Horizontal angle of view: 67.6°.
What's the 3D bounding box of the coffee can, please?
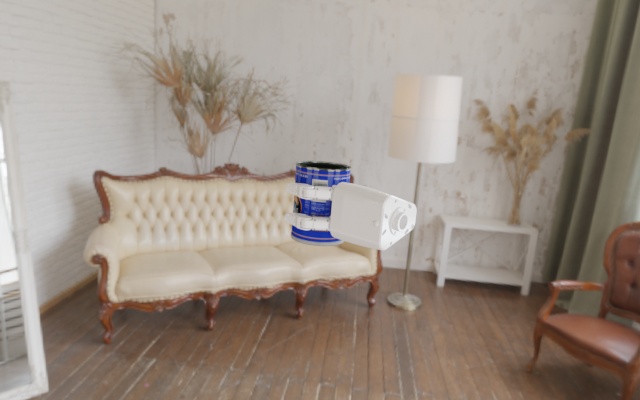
[{"bbox_3d":[0.000,0.003,0.888,0.103,0.140,0.102,4,12,-1],"label":"coffee can"}]
